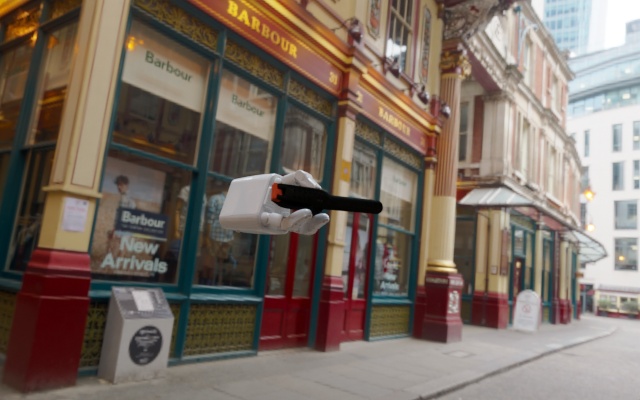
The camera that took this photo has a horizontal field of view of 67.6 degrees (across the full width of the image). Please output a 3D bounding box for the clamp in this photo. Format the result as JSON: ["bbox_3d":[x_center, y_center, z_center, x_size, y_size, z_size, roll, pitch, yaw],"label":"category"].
[{"bbox_3d":[0.000,0.002,0.842,0.164,0.036,0.210,-7,-15,33],"label":"clamp"}]
